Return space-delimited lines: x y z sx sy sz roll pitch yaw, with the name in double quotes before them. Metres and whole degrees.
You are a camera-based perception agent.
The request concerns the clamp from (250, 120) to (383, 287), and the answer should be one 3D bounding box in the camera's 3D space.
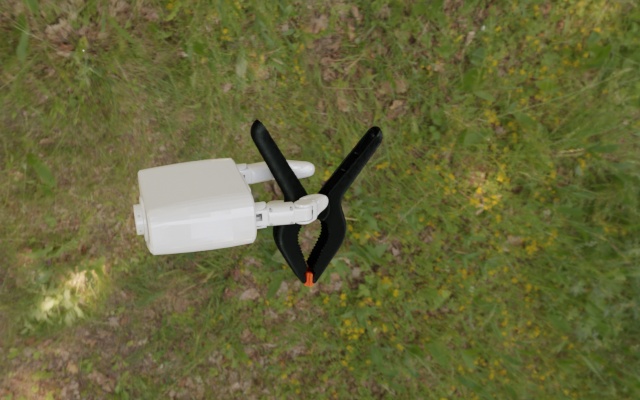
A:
"clamp" 0.000 0.003 0.582 0.164 0.210 0.036 -8 19 -21
